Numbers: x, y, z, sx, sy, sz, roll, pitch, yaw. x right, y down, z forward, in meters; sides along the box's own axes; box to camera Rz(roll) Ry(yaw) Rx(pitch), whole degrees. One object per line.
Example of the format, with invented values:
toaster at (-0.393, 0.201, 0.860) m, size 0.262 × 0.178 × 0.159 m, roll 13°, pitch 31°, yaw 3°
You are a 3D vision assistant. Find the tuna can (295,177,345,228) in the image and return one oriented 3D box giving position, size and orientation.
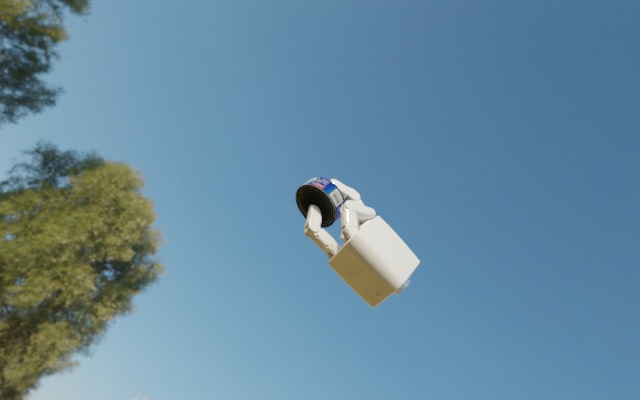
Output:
tuna can at (0.000, 0.002, 0.829) m, size 0.086 × 0.086 × 0.033 m, roll 0°, pitch 29°, yaw 42°
